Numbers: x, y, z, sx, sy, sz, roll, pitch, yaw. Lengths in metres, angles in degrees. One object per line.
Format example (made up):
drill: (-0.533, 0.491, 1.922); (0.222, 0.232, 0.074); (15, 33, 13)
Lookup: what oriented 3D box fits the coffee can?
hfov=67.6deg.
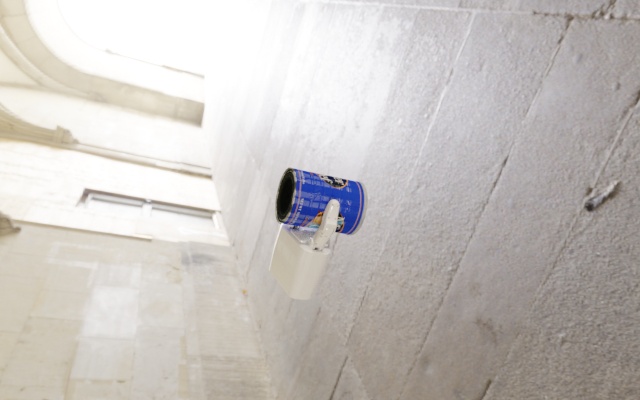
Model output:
coffee can: (0.000, 0.003, 0.868); (0.140, 0.103, 0.103); (11, -4, -21)
